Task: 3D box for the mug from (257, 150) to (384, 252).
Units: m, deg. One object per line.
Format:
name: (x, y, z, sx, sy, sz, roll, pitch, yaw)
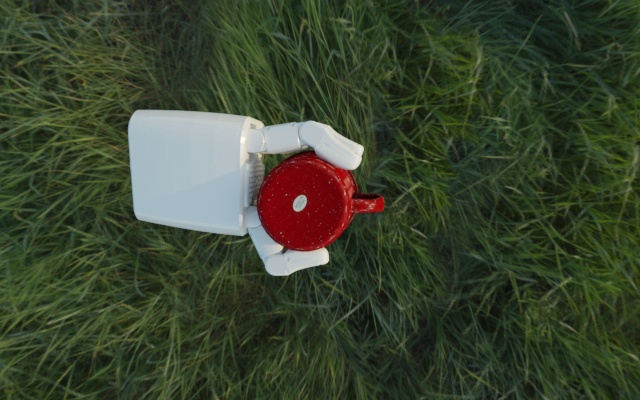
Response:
mug: (0.001, 0.002, 0.441, 0.117, 0.093, 0.081, 5, 7, 5)
